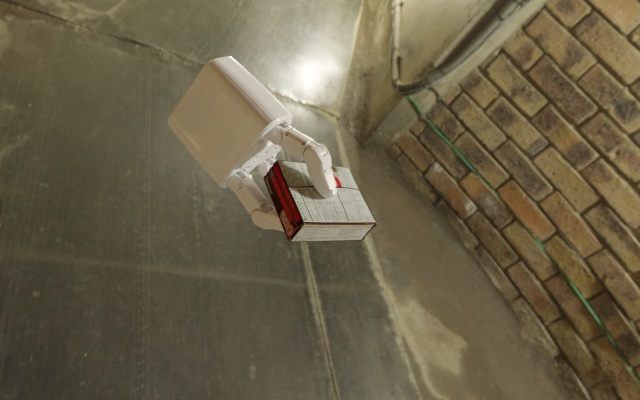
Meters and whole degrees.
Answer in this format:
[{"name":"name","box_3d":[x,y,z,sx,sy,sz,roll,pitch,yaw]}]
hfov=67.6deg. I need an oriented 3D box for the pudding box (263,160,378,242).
[{"name":"pudding box","box_3d":[0.000,0.002,0.549,0.113,0.090,0.039,2,-38,-37]}]
